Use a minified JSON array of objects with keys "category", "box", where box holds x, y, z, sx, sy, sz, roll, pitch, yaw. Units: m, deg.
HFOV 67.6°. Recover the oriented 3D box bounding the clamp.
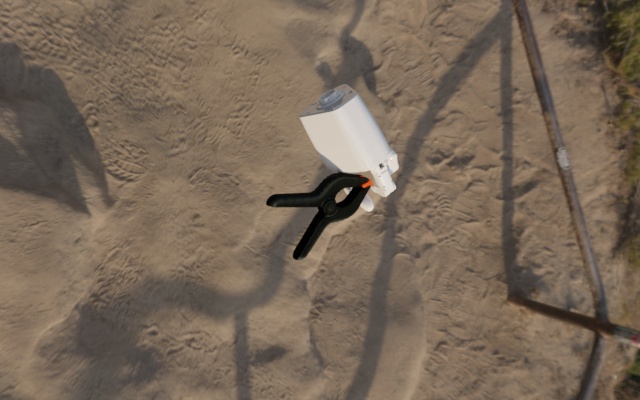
[{"category":"clamp","box":[0.001,0.003,0.738,0.171,0.120,0.039,-40,38,-11]}]
